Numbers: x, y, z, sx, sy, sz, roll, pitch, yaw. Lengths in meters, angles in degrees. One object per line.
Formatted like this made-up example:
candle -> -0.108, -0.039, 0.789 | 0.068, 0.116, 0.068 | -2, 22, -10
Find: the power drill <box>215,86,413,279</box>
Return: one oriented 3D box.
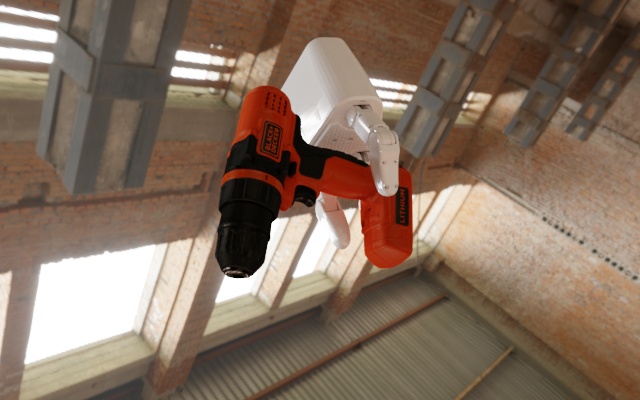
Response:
power drill -> 0.000, 0.001, 0.438 | 0.188, 0.184, 0.057 | 23, -32, -28
